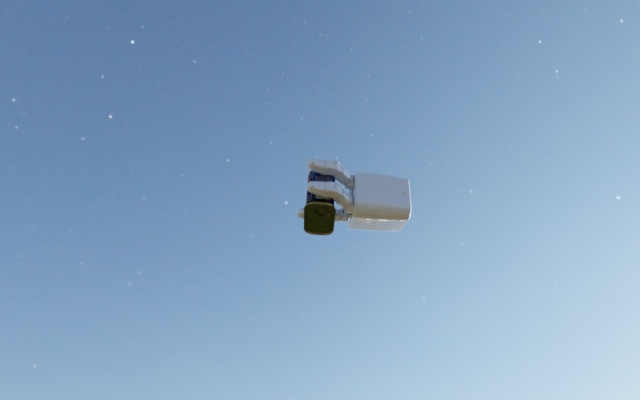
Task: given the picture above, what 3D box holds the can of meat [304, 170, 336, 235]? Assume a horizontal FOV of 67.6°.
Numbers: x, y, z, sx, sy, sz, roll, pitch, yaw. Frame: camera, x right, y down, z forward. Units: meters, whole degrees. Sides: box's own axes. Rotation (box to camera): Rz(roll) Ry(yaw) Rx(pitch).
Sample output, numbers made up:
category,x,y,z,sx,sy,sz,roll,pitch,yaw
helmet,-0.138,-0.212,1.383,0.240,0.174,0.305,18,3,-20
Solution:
category,x,y,z,sx,sy,sz,roll,pitch,yaw
can of meat,0.000,0.003,0.898,0.057,0.084,0.102,4,-37,1
